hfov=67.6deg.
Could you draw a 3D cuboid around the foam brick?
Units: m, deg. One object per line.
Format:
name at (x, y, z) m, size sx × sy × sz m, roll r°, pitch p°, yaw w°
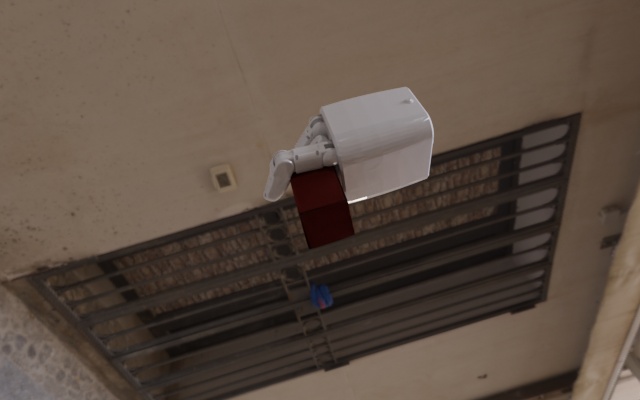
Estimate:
foam brick at (0.000, 0.002, 0.508) m, size 0.051 × 0.053 × 0.078 m, roll -15°, pitch 41°, yaw -2°
